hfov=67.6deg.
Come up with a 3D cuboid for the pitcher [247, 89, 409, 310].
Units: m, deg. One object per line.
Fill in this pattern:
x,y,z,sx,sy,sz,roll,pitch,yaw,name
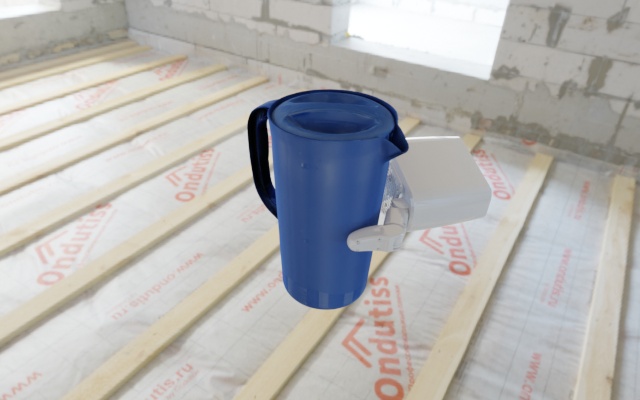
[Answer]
0.000,0.002,0.552,0.145,0.243,0.149,-7,35,-14,pitcher
